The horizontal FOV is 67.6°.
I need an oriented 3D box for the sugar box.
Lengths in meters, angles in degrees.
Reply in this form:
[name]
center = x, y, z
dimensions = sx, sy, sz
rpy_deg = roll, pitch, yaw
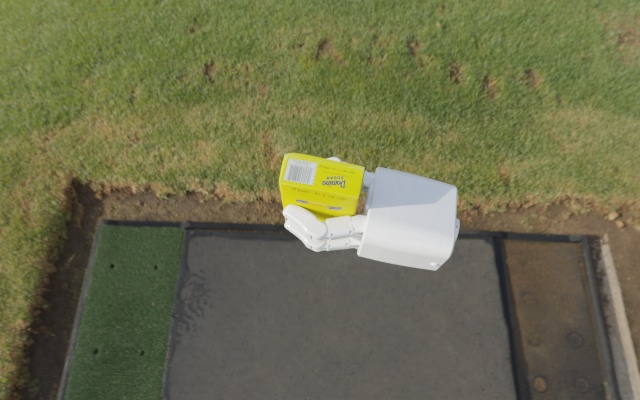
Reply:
[sugar box]
center = 0.000, 0.002, 0.608
dimensions = 0.093, 0.048, 0.176
rpy_deg = 12, -22, 4
